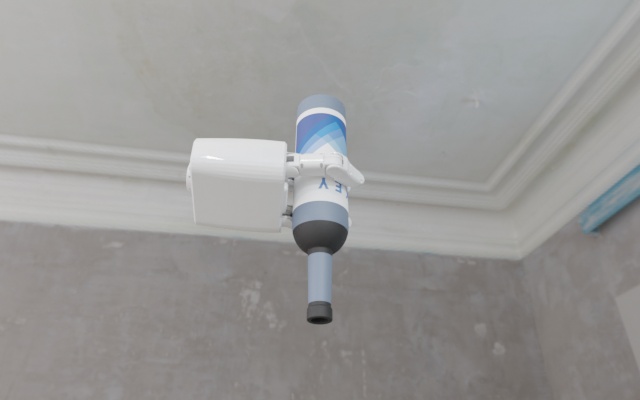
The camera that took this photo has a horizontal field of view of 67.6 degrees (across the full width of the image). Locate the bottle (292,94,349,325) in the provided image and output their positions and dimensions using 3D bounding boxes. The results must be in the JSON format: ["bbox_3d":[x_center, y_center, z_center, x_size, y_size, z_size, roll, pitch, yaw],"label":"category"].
[{"bbox_3d":[0.000,0.002,0.579,0.069,0.295,0.069,0,-32,0],"label":"bottle"}]
